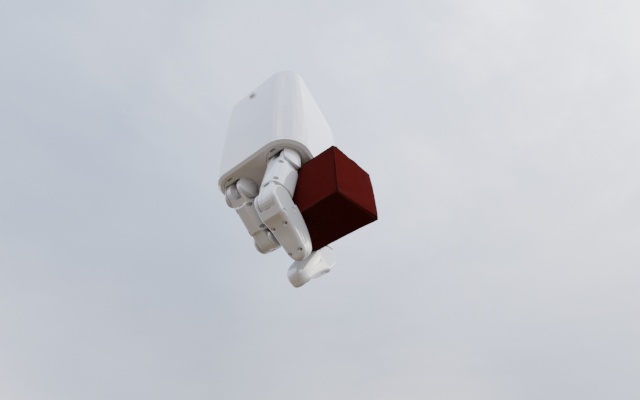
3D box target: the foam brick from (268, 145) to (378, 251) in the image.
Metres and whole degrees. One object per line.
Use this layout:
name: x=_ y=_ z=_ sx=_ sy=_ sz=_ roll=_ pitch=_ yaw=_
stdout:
foam brick: x=0.000 y=0.001 z=0.402 sx=0.078 sy=0.051 sz=0.053 roll=-30 pitch=-46 yaw=29
